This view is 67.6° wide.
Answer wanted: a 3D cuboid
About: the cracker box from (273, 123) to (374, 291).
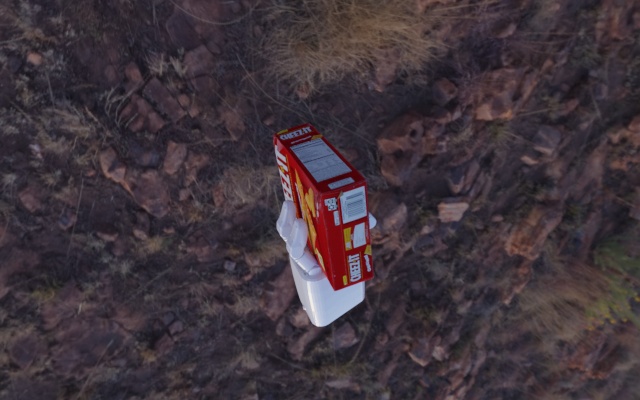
[{"bbox_3d":[0.000,0.002,0.708,0.072,0.164,0.213,-17,34,-14],"label":"cracker box"}]
